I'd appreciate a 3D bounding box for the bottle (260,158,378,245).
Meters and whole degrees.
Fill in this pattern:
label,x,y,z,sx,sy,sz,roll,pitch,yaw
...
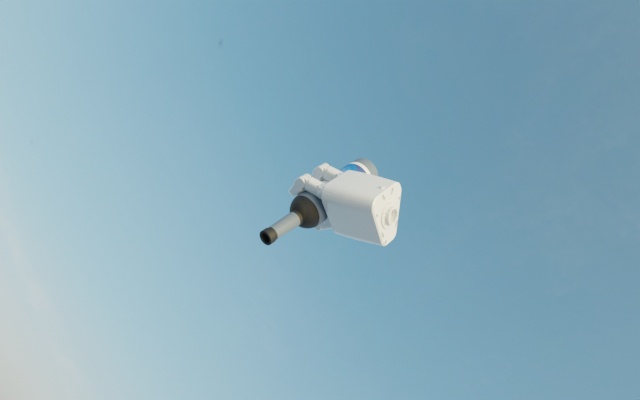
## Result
label,x,y,z,sx,sy,sz,roll,pitch,yaw
bottle,0.000,0.003,0.888,0.069,0.069,0.295,0,24,43
